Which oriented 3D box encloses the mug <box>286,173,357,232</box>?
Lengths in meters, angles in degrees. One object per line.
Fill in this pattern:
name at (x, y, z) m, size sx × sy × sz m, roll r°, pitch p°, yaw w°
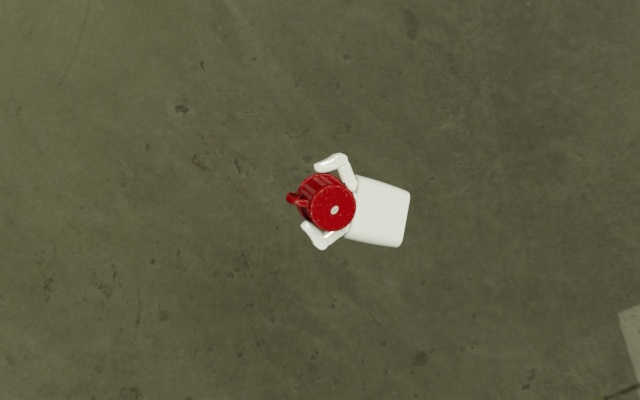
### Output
mug at (-0.001, 0.002, 0.805) m, size 0.117 × 0.093 × 0.081 m, roll 10°, pitch 10°, yaw -17°
